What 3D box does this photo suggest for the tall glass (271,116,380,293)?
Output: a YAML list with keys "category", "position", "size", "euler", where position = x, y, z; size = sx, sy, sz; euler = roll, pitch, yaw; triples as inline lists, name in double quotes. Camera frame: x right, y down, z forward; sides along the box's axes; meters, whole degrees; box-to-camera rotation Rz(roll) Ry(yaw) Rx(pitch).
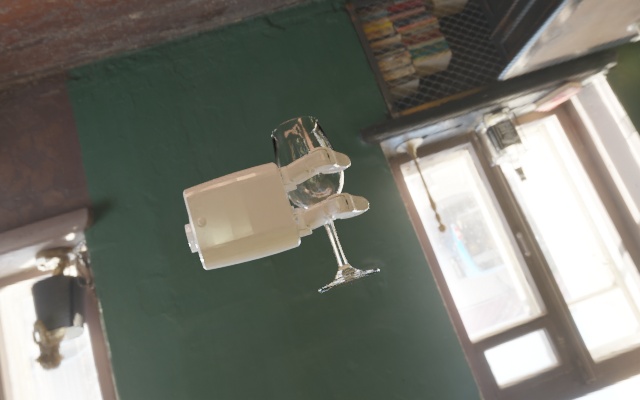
- category: "tall glass"
  position: [0.000, 0.002, 0.569]
  size: [0.079, 0.201, 0.079]
  euler: [-18, -15, -5]
